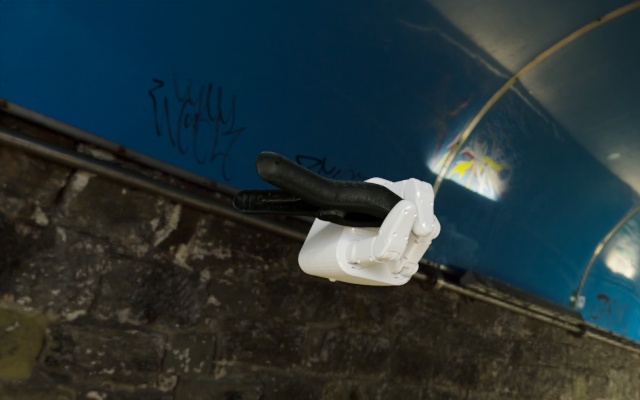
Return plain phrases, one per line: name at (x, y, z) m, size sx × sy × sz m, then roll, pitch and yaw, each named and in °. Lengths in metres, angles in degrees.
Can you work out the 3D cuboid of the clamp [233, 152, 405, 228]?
clamp at (0.000, 0.001, 0.457) m, size 0.171 × 0.039 × 0.120 m, roll 17°, pitch -17°, yaw -24°
